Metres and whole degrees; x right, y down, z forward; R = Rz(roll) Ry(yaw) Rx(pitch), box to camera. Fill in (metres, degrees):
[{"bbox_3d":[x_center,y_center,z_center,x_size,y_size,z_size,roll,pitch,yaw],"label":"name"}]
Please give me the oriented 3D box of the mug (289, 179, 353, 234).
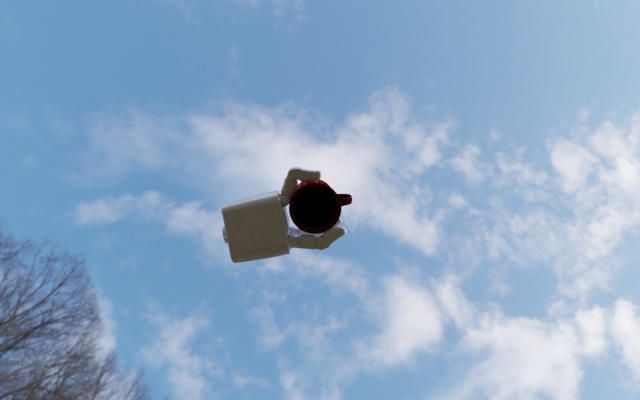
[{"bbox_3d":[0.002,0.002,0.874,0.117,0.093,0.081,-11,14,-1],"label":"mug"}]
